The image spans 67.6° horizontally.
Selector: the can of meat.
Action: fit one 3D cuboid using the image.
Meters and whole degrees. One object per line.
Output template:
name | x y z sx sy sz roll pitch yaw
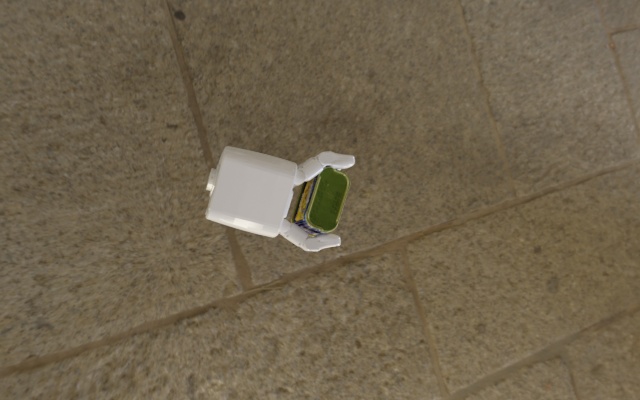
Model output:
can of meat | 0.000 0.003 0.741 0.057 0.102 0.084 20 -12 -14
